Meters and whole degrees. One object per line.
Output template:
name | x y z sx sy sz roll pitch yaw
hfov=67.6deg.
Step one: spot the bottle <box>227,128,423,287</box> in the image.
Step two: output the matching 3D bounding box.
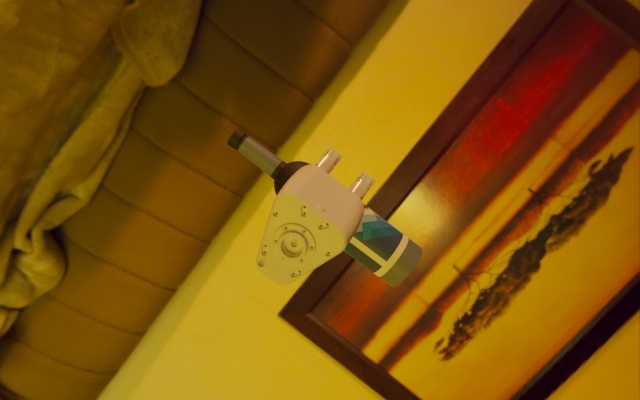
bottle | 0.000 0.002 0.644 0.296 0.069 0.069 37 -1 -1
